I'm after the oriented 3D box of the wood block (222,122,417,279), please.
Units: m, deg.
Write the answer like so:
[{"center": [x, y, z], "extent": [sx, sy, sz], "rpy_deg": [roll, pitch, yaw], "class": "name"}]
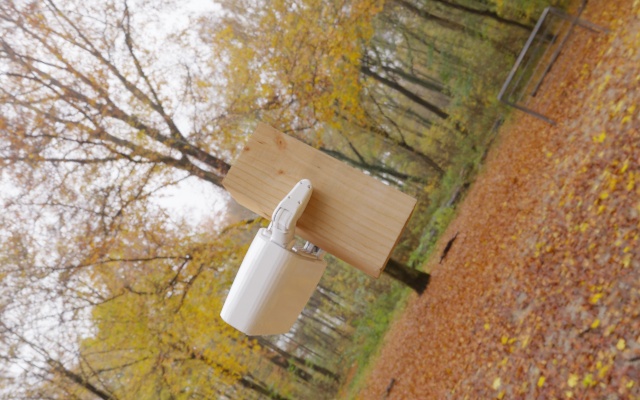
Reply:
[{"center": [0.000, 0.002, 0.575], "extent": [0.206, 0.090, 0.091], "rpy_deg": [28, -13, 11], "class": "wood block"}]
